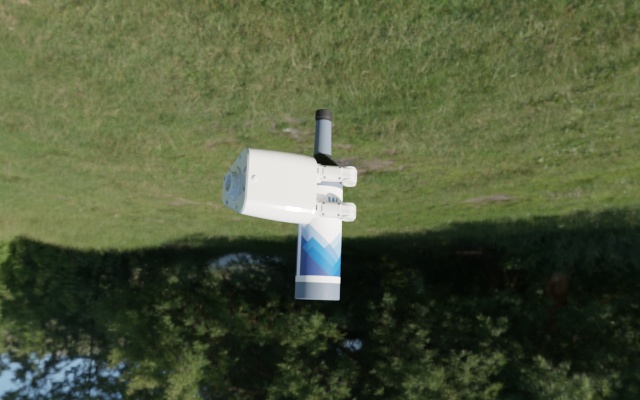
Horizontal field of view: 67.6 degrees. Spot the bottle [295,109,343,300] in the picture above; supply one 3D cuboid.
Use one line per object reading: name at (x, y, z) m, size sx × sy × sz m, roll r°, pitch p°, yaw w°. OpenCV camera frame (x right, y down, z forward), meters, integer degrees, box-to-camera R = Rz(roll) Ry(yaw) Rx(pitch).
bottle at (0.000, 0.003, 0.737) m, size 0.069 × 0.295 × 0.069 m, roll 2°, pitch -11°, yaw 0°
